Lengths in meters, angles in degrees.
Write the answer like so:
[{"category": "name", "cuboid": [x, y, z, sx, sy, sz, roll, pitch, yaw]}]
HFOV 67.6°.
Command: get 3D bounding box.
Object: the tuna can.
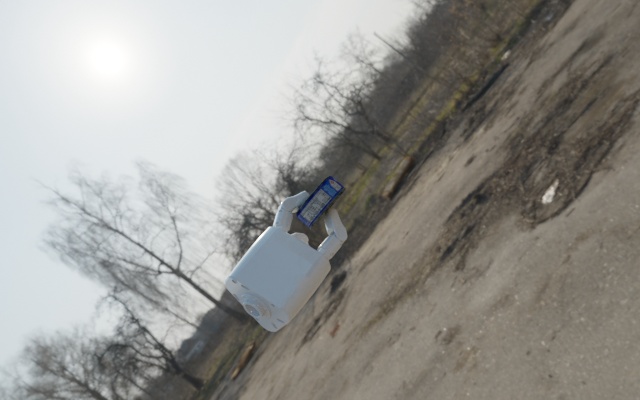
[{"category": "tuna can", "cuboid": [0.000, 0.002, 0.753, 0.034, 0.086, 0.086, 41, 3, 3]}]
